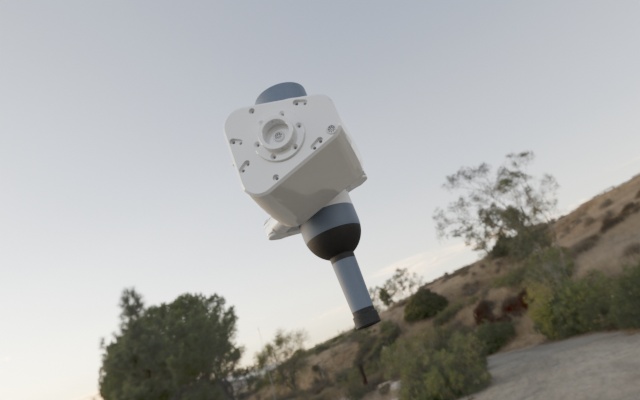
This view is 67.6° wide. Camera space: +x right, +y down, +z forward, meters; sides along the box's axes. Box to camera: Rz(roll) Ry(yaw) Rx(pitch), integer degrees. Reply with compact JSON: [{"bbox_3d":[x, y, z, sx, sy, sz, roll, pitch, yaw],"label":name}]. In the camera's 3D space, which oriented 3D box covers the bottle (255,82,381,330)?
[{"bbox_3d":[0.000,0.002,0.547,0.069,0.295,0.069,-19,-20,-7],"label":"bottle"}]
